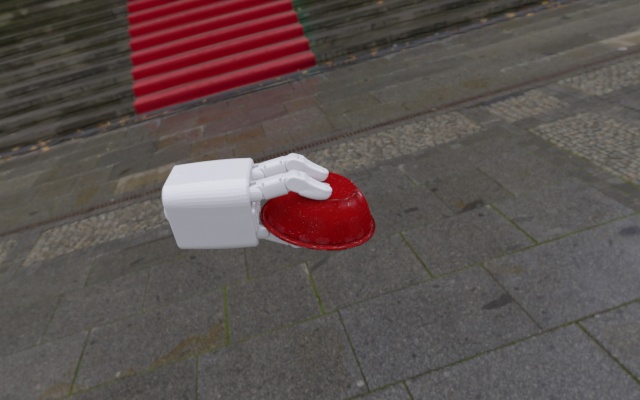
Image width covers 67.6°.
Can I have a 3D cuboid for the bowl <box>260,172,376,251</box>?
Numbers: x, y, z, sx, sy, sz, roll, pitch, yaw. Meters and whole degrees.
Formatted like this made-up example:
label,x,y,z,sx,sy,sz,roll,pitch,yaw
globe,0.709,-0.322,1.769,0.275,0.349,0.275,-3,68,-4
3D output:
label,x,y,z,sx,sy,sz,roll,pitch,yaw
bowl,0.001,0.002,0.651,0.162,0.055,0.162,7,27,-3
